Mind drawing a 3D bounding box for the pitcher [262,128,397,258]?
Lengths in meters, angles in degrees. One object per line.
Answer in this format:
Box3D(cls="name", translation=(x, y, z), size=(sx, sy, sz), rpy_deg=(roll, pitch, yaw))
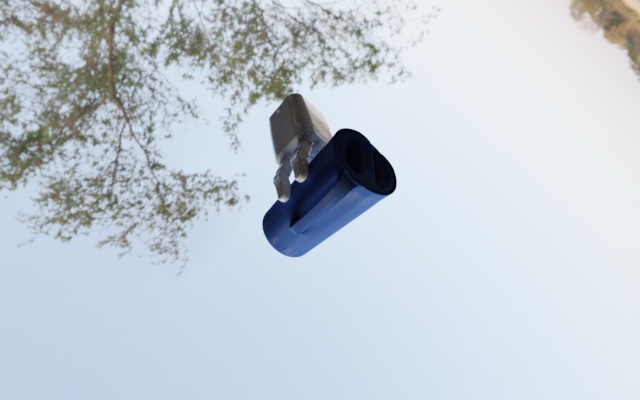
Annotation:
Box3D(cls="pitcher", translation=(0.000, 0.003, 0.818), size=(0.149, 0.145, 0.243), rpy_deg=(13, -42, -39))
